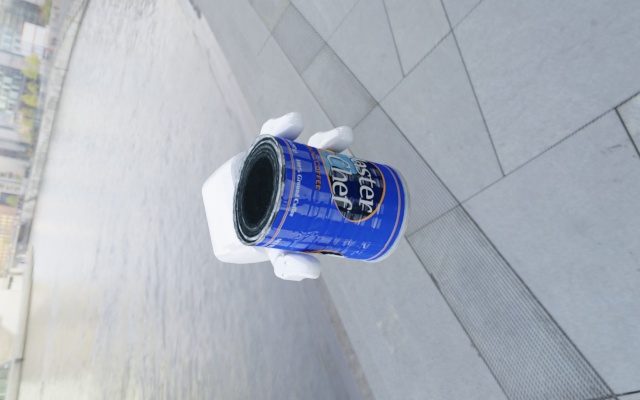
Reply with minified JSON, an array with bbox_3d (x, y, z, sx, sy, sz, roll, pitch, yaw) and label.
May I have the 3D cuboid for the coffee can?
[{"bbox_3d":[0.000,0.002,0.460,0.140,0.103,0.103,11,-6,-31],"label":"coffee can"}]
